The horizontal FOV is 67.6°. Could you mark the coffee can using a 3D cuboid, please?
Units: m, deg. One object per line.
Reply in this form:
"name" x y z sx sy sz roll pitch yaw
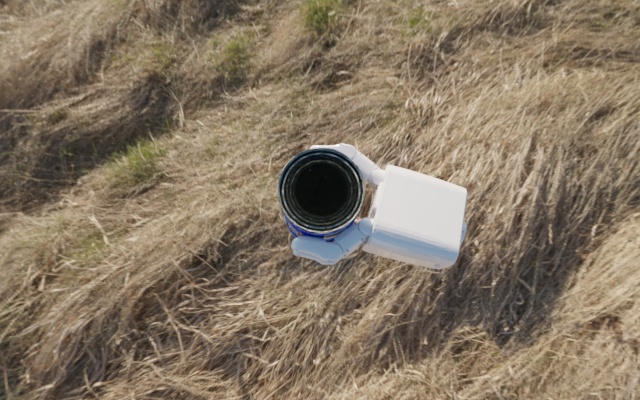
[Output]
"coffee can" 0.000 0.002 0.617 0.103 0.102 0.140 0 -12 -1
